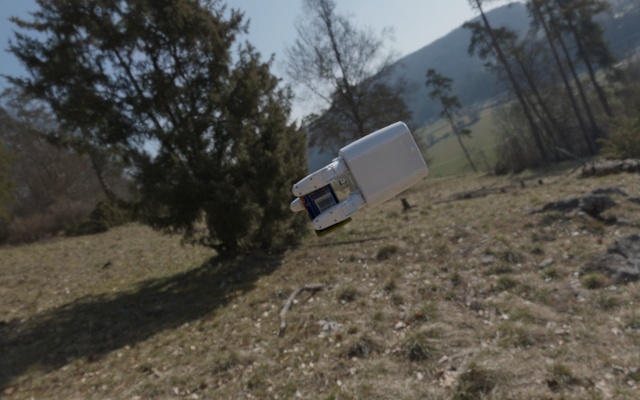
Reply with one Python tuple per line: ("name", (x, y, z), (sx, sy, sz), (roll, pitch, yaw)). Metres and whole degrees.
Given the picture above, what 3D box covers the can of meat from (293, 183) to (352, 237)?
("can of meat", (0.000, 0.002, 0.729), (0.057, 0.084, 0.102), (-28, 5, -2))
